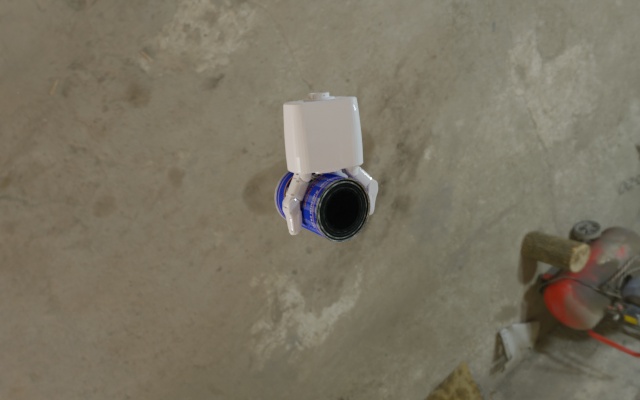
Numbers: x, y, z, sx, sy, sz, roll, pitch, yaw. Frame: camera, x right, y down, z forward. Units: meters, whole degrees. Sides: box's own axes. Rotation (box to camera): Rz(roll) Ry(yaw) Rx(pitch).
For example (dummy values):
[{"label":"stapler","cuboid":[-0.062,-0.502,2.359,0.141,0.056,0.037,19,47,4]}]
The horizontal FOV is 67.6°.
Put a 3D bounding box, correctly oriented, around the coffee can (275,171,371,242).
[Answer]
[{"label":"coffee can","cuboid":[0.000,0.003,0.793,0.103,0.103,0.140,0,11,-32]}]
